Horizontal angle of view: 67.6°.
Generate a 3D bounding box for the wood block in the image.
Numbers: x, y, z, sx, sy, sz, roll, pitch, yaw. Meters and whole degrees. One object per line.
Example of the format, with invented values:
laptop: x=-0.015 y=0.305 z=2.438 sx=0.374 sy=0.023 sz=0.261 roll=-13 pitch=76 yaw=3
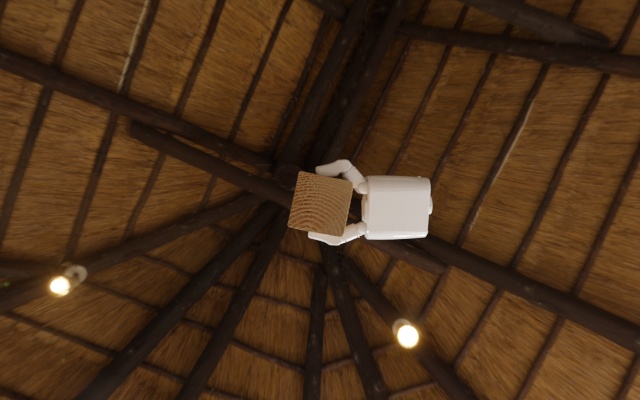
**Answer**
wood block: x=0.000 y=0.003 z=0.840 sx=0.090 sy=0.091 sz=0.206 roll=11 pitch=1 yaw=0
